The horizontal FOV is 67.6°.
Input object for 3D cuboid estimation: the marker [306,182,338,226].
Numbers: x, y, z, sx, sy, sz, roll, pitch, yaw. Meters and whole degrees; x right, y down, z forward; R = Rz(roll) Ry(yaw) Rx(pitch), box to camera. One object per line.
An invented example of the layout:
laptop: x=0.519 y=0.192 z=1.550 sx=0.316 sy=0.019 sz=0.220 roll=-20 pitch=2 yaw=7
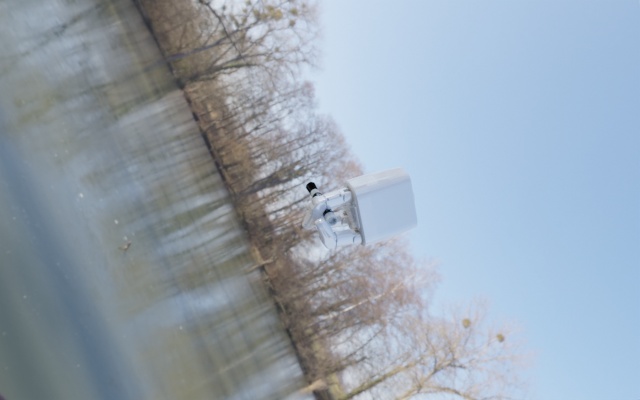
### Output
marker: x=0.000 y=0.003 z=0.829 sx=0.020 sy=0.020 sz=0.121 roll=0 pitch=32 yaw=-23
